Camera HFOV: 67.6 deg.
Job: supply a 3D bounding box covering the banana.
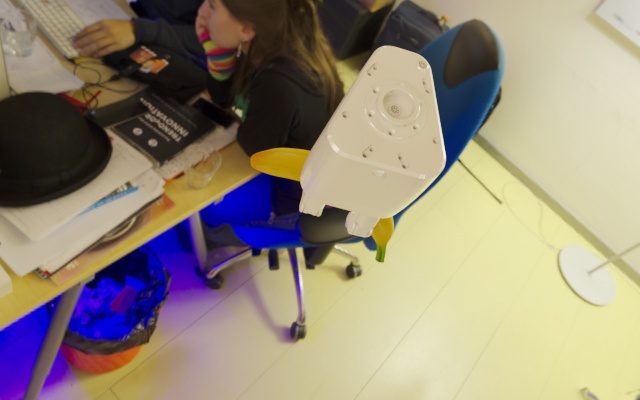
[{"bbox_3d":[0.014,-0.011,0.548,0.198,0.069,0.037,38,2,-1],"label":"banana"}]
